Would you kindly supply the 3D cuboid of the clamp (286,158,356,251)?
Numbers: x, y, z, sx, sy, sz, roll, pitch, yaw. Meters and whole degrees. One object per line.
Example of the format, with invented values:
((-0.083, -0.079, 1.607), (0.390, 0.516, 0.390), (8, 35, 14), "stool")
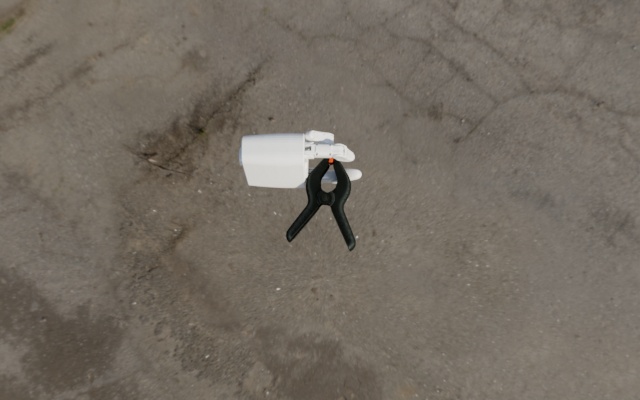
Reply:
((0.000, 0.002, 0.830), (0.120, 0.171, 0.039), (0, -9, 0), "clamp")
